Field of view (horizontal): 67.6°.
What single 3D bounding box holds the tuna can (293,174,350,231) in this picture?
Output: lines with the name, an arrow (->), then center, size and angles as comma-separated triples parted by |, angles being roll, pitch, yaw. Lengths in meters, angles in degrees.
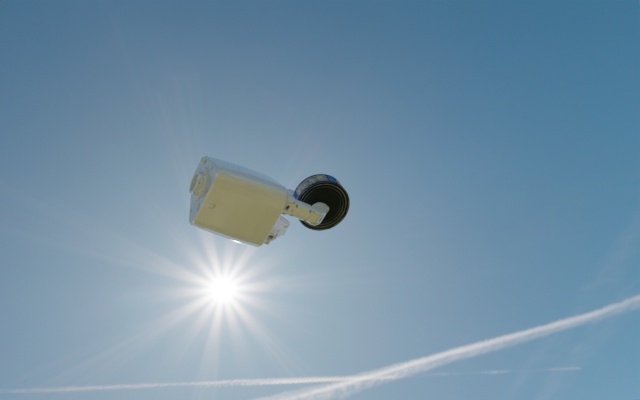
tuna can -> 0.000, 0.002, 0.748 | 0.086, 0.086, 0.033 | 0, 27, -17
